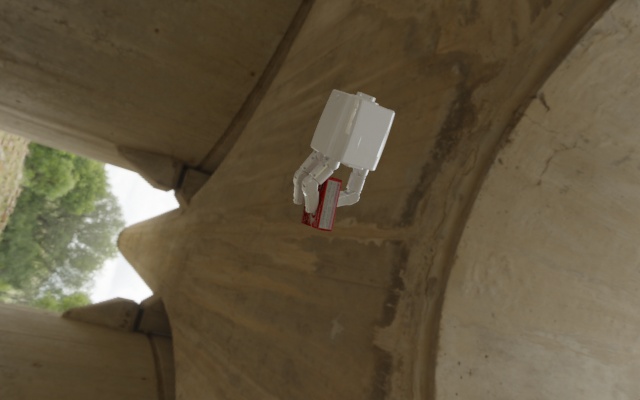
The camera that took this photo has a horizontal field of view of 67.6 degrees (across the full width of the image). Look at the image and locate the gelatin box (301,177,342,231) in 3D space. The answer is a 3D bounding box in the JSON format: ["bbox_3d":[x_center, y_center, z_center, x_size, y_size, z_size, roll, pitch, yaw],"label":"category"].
[{"bbox_3d":[0.000,0.003,0.811,0.030,0.089,0.073,10,1,-25],"label":"gelatin box"}]
